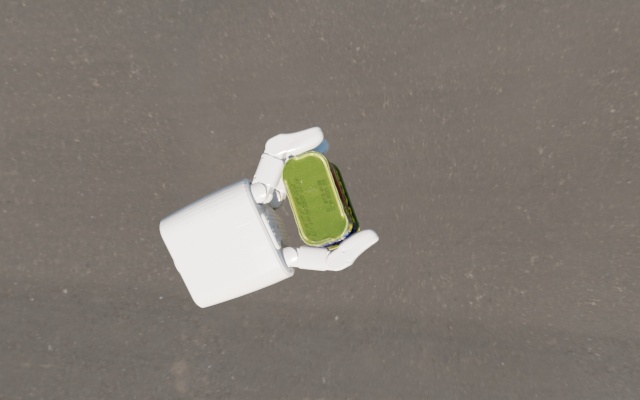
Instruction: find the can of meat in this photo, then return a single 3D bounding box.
[{"bbox_3d":[0.000,0.002,0.521,0.057,0.102,0.084,-20,-9,8],"label":"can of meat"}]
